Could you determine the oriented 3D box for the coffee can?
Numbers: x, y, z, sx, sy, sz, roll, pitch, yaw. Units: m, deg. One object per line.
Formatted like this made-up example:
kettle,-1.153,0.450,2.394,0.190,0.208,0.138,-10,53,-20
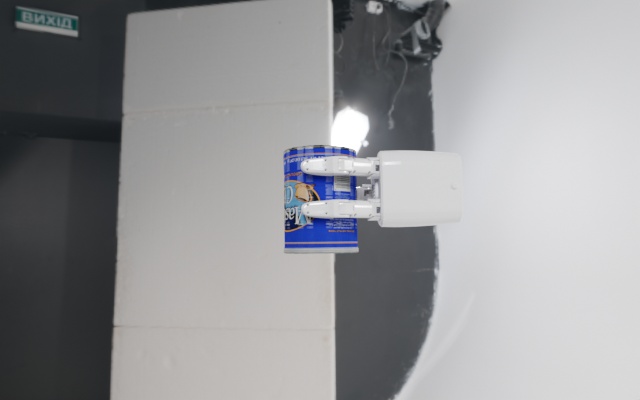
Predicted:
coffee can,0.000,0.002,0.661,0.103,0.140,0.103,-1,-5,0
